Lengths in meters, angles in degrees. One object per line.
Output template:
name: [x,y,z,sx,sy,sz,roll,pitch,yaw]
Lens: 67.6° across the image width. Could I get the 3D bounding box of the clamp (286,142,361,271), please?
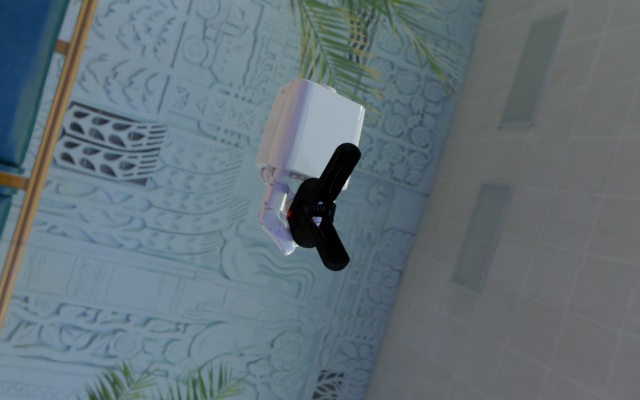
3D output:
clamp: [0.001,0.002,0.508,0.039,0.120,0.171,16,-2,-20]
